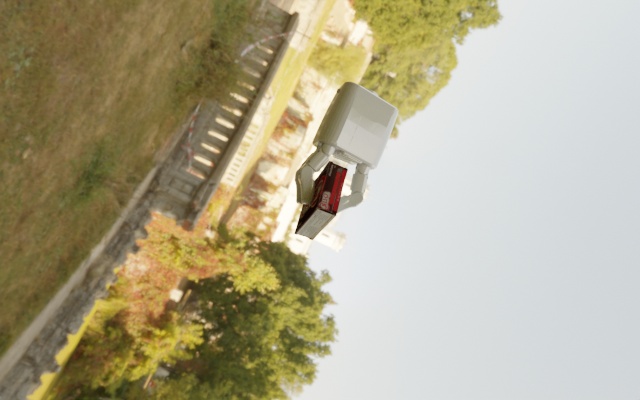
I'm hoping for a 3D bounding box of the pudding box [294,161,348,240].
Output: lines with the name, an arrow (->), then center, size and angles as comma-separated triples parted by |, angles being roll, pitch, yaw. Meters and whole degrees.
pudding box -> 0.000, 0.003, 0.772 | 0.039, 0.090, 0.113 | 22, -31, -9
